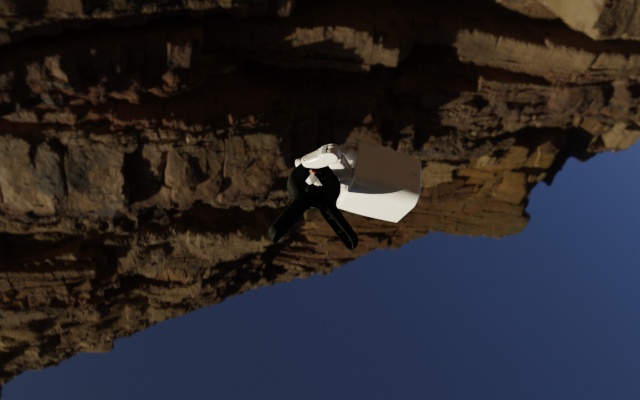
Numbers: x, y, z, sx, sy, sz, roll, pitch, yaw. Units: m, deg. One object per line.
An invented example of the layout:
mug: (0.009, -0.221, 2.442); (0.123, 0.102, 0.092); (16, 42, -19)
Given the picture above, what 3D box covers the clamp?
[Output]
clamp: (0.000, 0.002, 0.684); (0.120, 0.171, 0.039); (17, -40, -6)
